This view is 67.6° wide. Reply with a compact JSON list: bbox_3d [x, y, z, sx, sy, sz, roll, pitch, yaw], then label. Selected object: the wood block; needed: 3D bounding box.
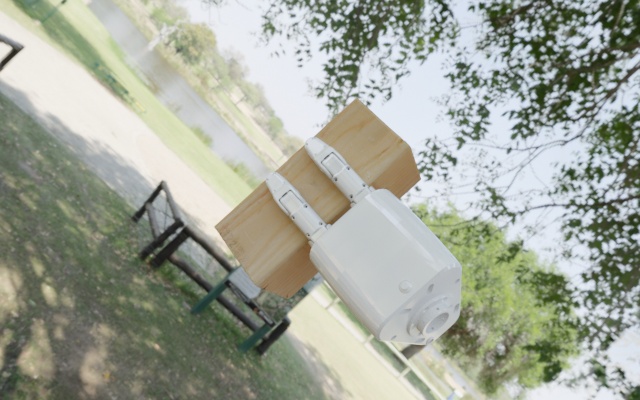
[{"bbox_3d":[0.001,0.002,0.528,0.090,0.206,0.091,48,0,28],"label":"wood block"}]
